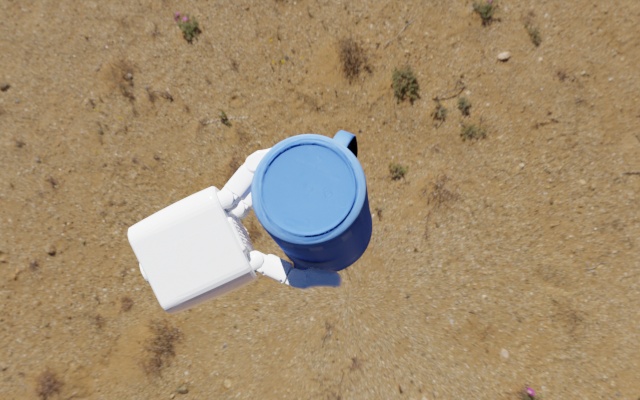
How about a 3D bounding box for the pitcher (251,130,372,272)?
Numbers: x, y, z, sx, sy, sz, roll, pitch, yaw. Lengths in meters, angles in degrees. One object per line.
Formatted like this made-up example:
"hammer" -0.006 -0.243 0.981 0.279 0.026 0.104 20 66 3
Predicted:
"pitcher" 0.000 0.002 0.550 0.145 0.149 0.243 -22 -12 -1
